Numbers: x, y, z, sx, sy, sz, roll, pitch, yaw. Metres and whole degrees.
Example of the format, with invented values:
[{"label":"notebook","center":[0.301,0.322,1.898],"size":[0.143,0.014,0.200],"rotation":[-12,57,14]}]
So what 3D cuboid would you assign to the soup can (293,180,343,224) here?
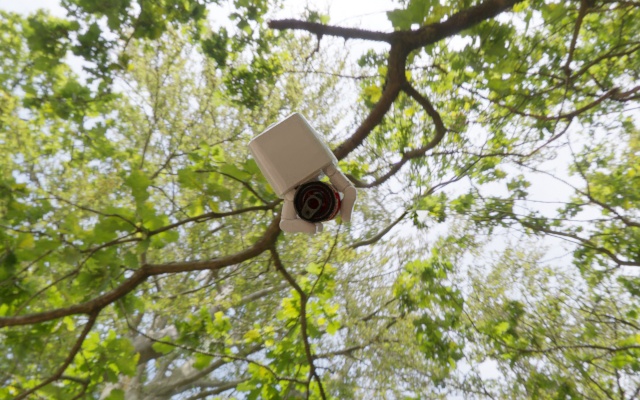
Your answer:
[{"label":"soup can","center":[0.001,0.003,0.785],"size":[0.068,0.068,0.102],"rotation":[0,-1,11]}]
